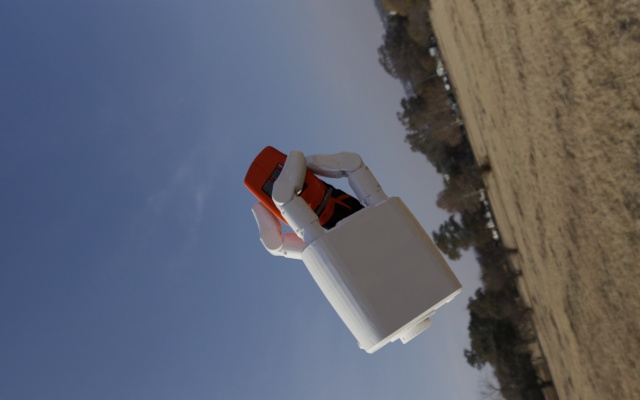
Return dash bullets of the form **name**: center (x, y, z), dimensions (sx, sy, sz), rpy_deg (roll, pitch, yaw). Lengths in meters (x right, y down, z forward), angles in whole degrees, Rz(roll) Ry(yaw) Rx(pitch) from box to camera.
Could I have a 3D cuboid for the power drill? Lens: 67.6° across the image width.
- **power drill**: center (0.000, 0.002, 0.566), dimensions (0.184, 0.057, 0.188), rpy_deg (36, 6, 39)
